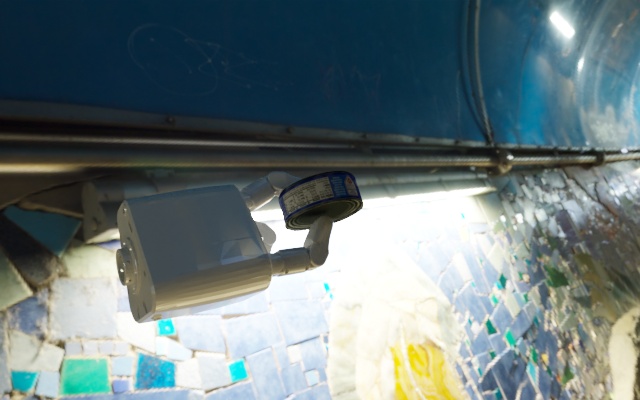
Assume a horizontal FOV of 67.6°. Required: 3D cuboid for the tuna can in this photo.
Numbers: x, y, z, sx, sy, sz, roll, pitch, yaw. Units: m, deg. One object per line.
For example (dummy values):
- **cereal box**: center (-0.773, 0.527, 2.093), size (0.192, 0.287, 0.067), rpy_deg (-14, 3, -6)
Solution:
- **tuna can**: center (0.000, 0.001, 0.499), size (0.086, 0.033, 0.086), rpy_deg (-15, -17, -5)
